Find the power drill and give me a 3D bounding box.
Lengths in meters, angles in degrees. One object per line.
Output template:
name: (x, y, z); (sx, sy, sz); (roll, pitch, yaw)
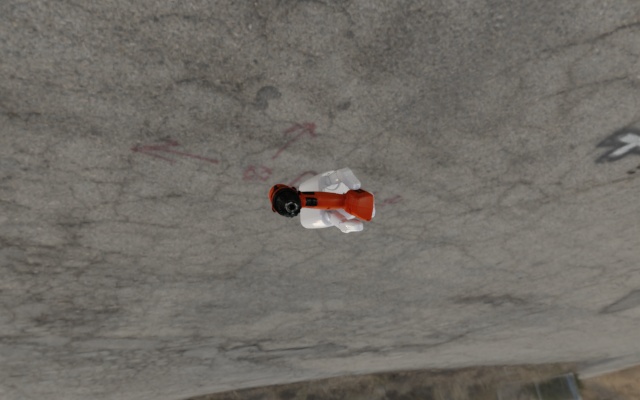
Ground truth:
power drill: (0.001, 0.003, 0.893); (0.187, 0.057, 0.184); (5, 8, -12)
